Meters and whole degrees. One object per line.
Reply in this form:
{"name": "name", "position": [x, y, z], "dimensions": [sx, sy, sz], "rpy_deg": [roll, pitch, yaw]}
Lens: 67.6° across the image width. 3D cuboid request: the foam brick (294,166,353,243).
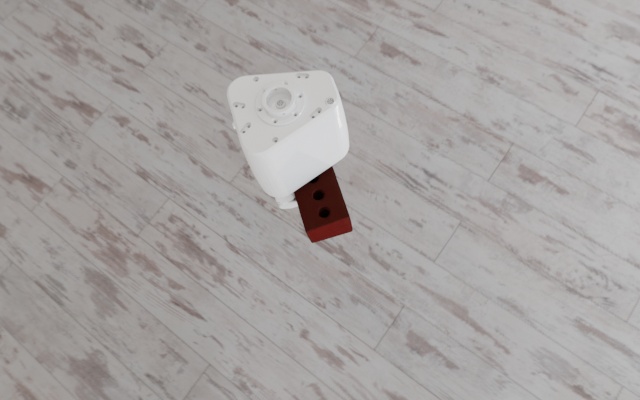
{"name": "foam brick", "position": [0.000, 0.002, 0.556], "dimensions": [0.053, 0.078, 0.051], "rpy_deg": [-19, -21, 0]}
